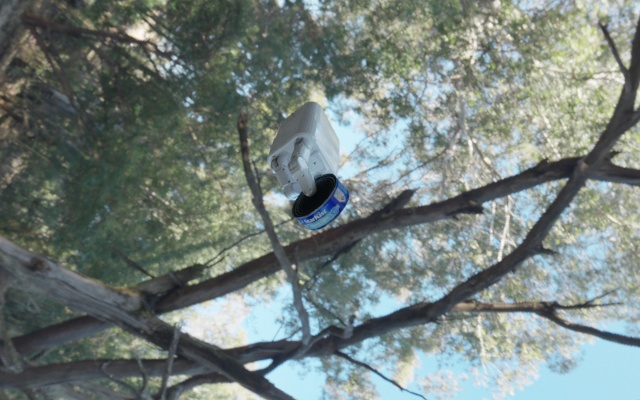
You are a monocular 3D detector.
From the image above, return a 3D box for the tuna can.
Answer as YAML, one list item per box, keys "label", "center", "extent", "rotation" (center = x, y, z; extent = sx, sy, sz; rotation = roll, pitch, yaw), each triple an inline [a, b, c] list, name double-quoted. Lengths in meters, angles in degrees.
- label: "tuna can"
  center: [0.000, 0.003, 0.707]
  extent: [0.034, 0.086, 0.086]
  rotation: [45, -23, -25]
